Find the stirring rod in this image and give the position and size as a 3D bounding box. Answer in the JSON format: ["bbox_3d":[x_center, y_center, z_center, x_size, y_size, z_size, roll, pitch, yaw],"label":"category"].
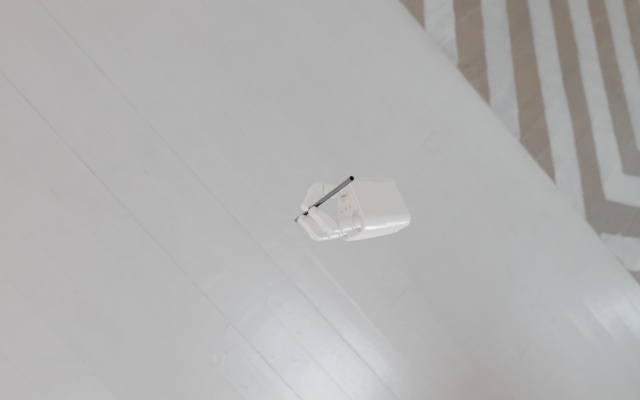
[{"bbox_3d":[0.000,0.003,0.820,0.011,0.011,0.239,0,-17,-24],"label":"stirring rod"}]
